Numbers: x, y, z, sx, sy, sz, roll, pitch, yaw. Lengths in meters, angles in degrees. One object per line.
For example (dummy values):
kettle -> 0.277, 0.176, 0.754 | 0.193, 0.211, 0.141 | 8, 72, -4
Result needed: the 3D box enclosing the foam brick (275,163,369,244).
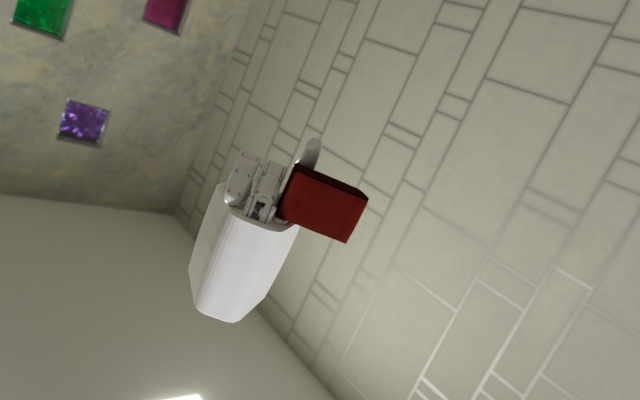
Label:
foam brick -> 0.000, 0.002, 0.483 | 0.078, 0.051, 0.053 | 22, 9, -8
